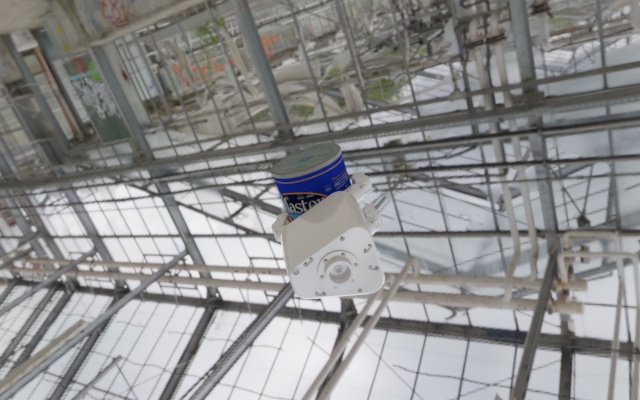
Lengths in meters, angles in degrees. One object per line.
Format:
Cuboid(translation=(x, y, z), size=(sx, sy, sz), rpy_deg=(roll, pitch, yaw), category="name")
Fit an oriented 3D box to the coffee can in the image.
Cuboid(translation=(0.000, 0.002, 0.686), size=(0.103, 0.140, 0.102), rpy_deg=(-17, 22, 7), category="coffee can")
